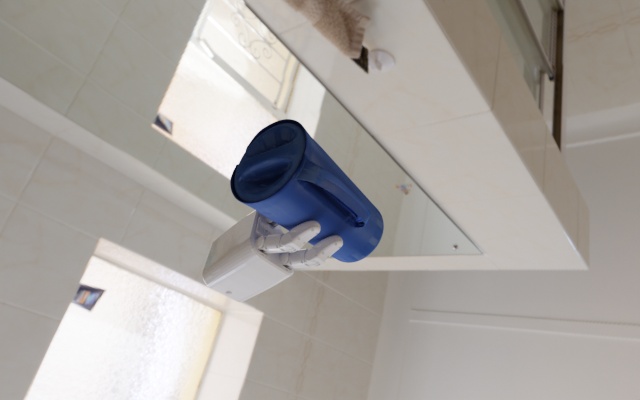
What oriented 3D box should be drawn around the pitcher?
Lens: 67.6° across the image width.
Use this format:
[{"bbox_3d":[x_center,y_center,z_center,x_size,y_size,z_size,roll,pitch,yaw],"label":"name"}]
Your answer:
[{"bbox_3d":[0.000,0.002,0.708,0.145,0.149,0.243,-32,-45,20],"label":"pitcher"}]
